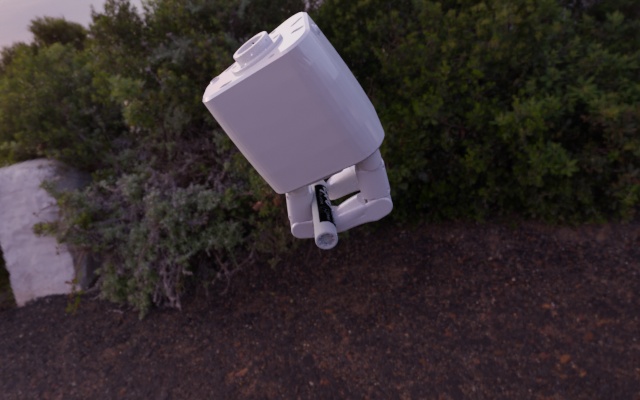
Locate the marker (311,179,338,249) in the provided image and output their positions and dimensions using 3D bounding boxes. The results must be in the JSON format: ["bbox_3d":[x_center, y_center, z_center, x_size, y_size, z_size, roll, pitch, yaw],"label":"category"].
[{"bbox_3d":[0.000,0.001,0.444,0.020,0.020,0.121,0,32,-6],"label":"marker"}]
